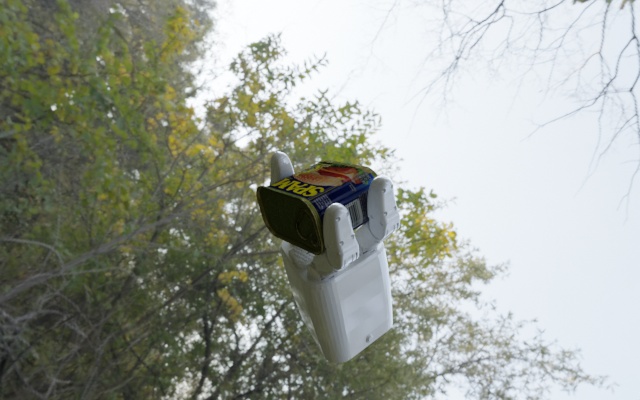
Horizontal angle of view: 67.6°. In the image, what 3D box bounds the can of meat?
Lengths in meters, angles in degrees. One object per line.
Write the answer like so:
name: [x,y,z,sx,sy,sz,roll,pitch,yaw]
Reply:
can of meat: [0.000,0.001,0.469,0.084,0.057,0.102,-27,25,-29]
